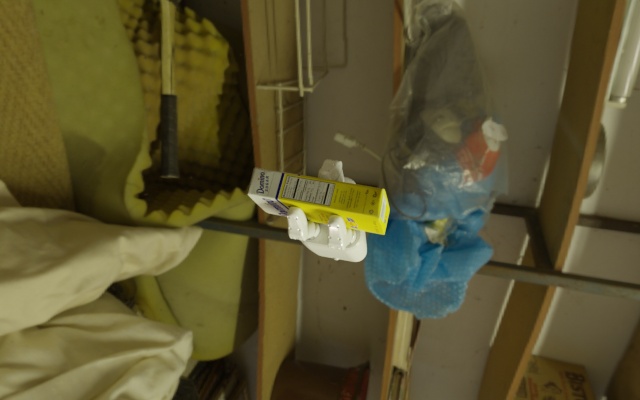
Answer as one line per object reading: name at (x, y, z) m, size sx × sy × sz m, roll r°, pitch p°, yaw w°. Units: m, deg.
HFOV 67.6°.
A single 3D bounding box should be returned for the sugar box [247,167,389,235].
sugar box at (0.000, 0.003, 0.641) m, size 0.176 × 0.048 × 0.093 m, roll 7°, pitch -16°, yaw 14°
